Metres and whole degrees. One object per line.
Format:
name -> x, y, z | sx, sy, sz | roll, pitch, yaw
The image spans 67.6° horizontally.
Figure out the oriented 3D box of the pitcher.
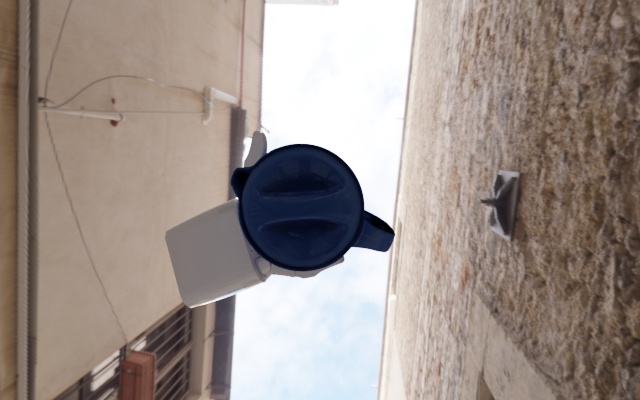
pitcher -> 0.000, 0.002, 0.603 | 0.145, 0.149, 0.243 | -23, 3, 8
